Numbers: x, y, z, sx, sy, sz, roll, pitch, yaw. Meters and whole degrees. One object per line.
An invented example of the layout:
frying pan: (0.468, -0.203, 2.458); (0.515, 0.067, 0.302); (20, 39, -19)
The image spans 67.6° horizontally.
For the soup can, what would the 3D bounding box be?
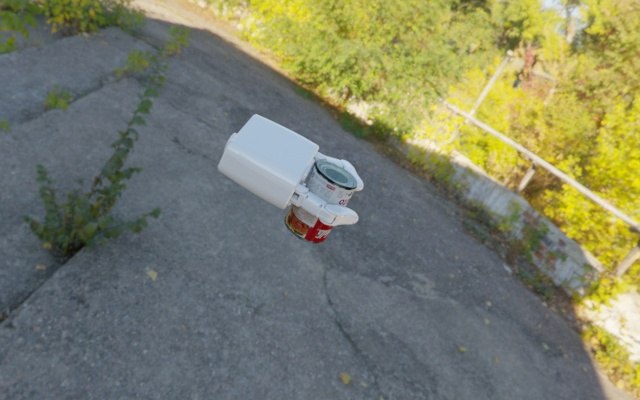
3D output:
soup can: (0.001, 0.002, 0.682); (0.068, 0.102, 0.068); (24, 25, -12)
